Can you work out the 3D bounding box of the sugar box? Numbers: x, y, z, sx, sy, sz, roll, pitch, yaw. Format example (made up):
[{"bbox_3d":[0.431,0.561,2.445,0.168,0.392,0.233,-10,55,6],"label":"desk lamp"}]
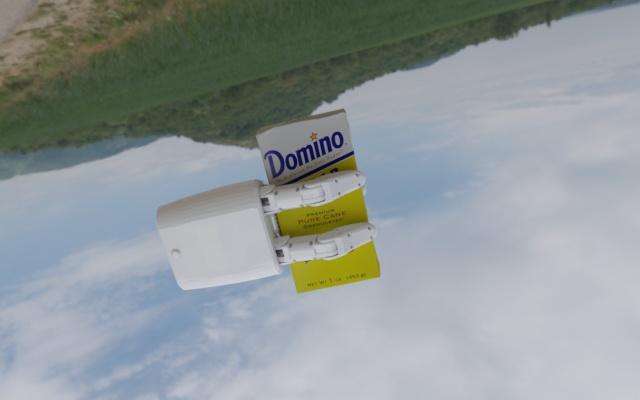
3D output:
[{"bbox_3d":[0.000,0.002,0.496,0.093,0.176,0.048,-13,15,5],"label":"sugar box"}]
